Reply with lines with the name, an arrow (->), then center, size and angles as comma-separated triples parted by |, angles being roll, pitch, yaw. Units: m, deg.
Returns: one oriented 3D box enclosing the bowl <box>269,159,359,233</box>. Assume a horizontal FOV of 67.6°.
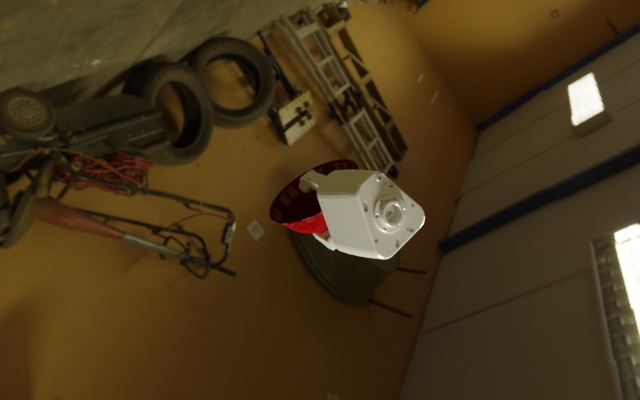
bowl -> 0.000, 0.002, 0.768 | 0.162, 0.055, 0.162 | -25, 27, 14
